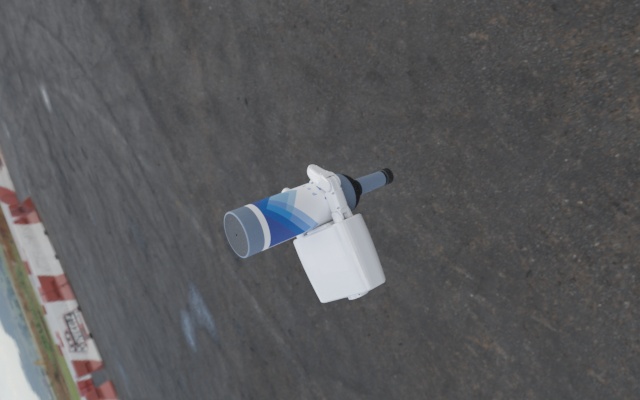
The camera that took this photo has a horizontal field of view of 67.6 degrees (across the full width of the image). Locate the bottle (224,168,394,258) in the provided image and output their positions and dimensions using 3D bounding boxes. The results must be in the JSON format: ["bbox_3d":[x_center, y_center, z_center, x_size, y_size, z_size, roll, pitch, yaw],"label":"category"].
[{"bbox_3d":[0.000,0.002,0.724,0.295,0.069,0.069,-21,12,-34],"label":"bottle"}]
